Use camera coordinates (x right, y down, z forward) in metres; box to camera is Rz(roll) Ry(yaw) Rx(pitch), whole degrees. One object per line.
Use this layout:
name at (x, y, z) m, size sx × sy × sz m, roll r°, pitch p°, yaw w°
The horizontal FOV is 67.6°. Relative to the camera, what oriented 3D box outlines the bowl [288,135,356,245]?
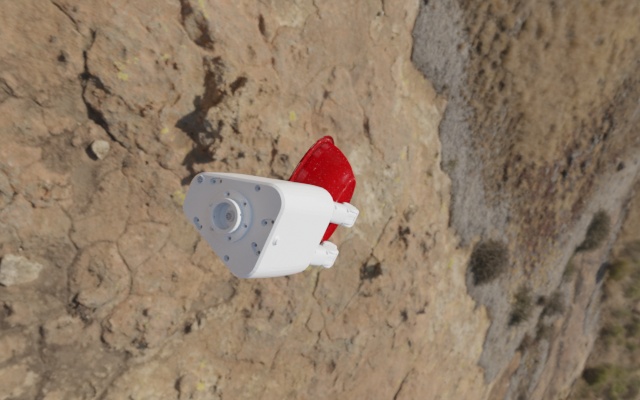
bowl at (0.001, 0.002, 0.607) m, size 0.055 × 0.162 × 0.162 m, roll 27°, pitch 6°, yaw 12°
